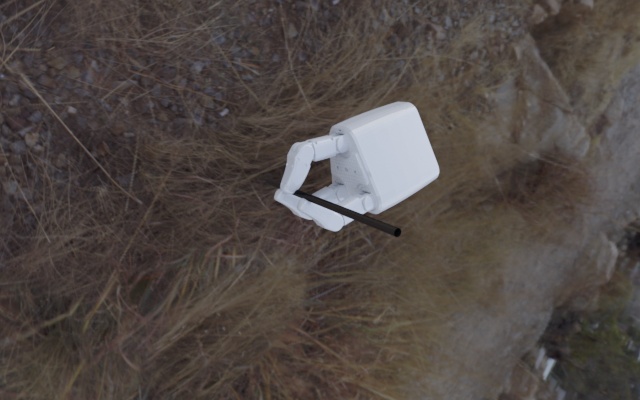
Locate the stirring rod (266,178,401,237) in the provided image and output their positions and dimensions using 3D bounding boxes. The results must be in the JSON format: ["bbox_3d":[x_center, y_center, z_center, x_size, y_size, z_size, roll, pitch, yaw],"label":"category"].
[{"bbox_3d":[0.000,0.002,0.500,0.011,0.011,0.239,0,12,-34],"label":"stirring rod"}]
